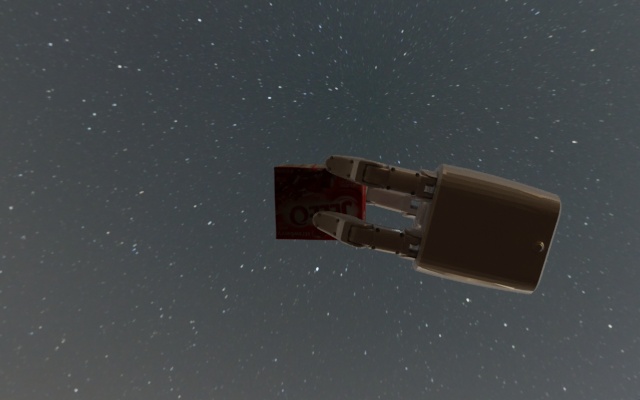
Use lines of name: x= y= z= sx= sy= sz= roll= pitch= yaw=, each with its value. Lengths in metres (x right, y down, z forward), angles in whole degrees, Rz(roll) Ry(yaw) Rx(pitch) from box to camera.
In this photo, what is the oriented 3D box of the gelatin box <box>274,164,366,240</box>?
gelatin box: x=0.000 y=0.001 z=0.471 sx=0.089 sy=0.073 sz=0.030 roll=1 pitch=10 yaw=11
